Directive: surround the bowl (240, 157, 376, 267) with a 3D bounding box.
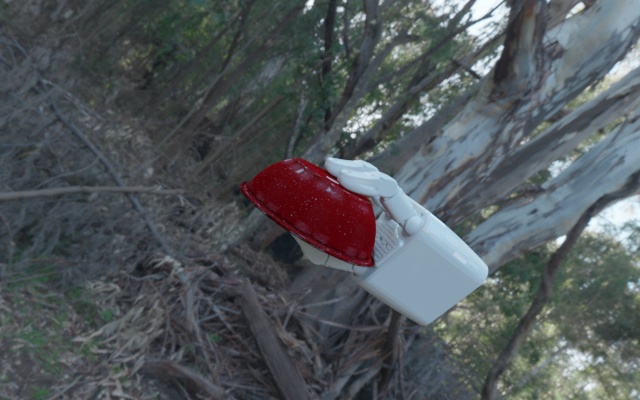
[{"bbox_3d":[-0.001,0.001,0.493,0.162,0.055,0.162,30,8,-5],"label":"bowl"}]
